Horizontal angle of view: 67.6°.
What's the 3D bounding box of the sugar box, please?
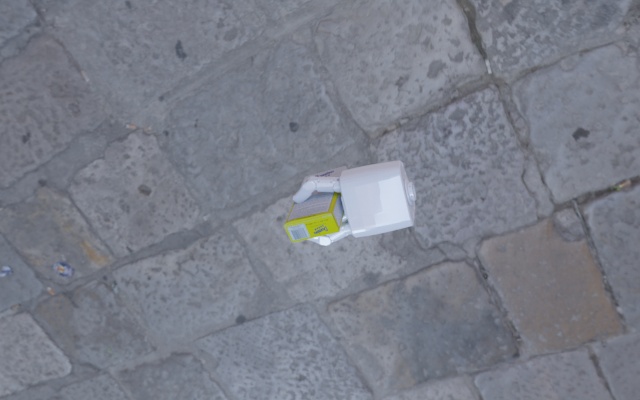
[{"bbox_3d":[0.000,0.003,0.876,0.093,0.048,0.176,-13,25,20],"label":"sugar box"}]
